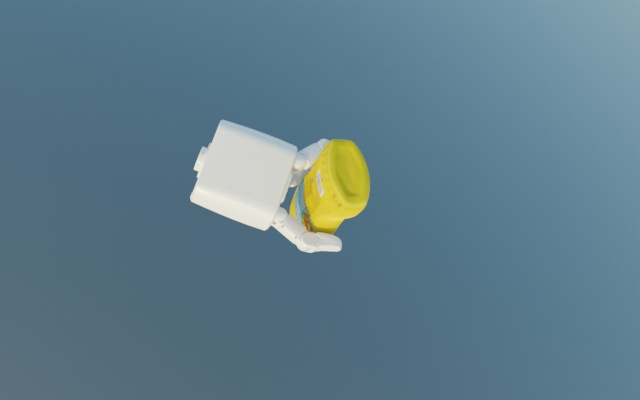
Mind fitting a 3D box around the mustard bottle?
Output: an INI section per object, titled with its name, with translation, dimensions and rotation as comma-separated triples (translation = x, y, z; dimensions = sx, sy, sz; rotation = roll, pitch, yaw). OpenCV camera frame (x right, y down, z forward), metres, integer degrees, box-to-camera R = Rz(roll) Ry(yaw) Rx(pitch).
[mustard bottle]
translation = 0.001, 0.002, 0.657
dimensions = 0.058, 0.096, 0.192
rotation = -2, -23, -24
